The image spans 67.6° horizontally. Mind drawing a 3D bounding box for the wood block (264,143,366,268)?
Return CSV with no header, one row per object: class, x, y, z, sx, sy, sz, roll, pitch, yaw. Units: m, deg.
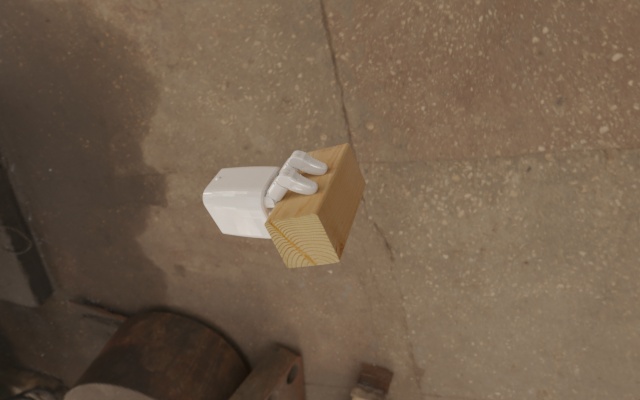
wood block,0.000,0.003,0.764,0.090,0.091,0.206,-10,31,25
